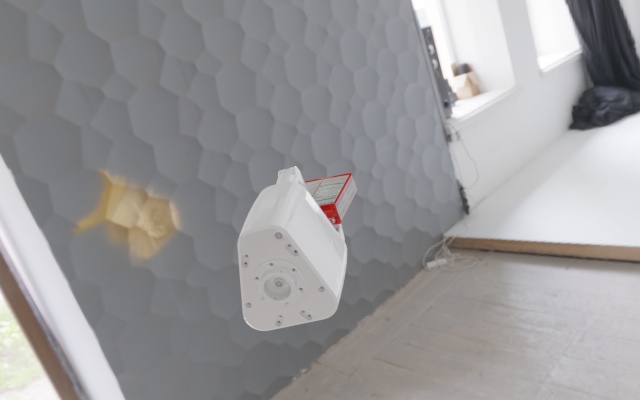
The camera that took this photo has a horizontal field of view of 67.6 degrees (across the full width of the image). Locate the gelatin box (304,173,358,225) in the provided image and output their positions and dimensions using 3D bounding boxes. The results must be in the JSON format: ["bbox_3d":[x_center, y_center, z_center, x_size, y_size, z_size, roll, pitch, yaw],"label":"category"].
[{"bbox_3d":[0.000,0.001,0.601,0.073,0.030,0.089,-10,26,24],"label":"gelatin box"}]
